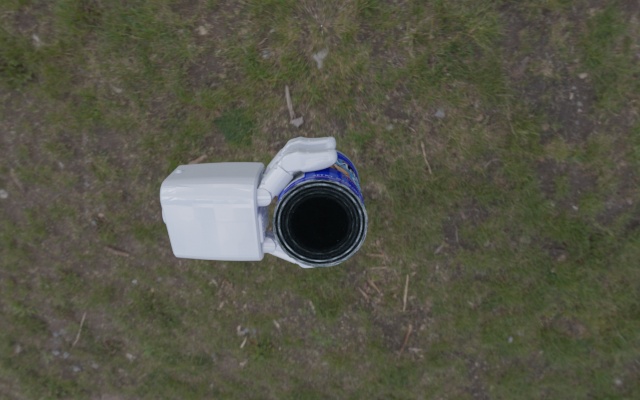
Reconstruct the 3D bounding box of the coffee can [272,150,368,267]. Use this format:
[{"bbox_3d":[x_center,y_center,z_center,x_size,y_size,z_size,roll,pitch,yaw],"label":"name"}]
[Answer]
[{"bbox_3d":[0.000,0.002,0.572,0.103,0.103,0.140,0,20,0],"label":"coffee can"}]
